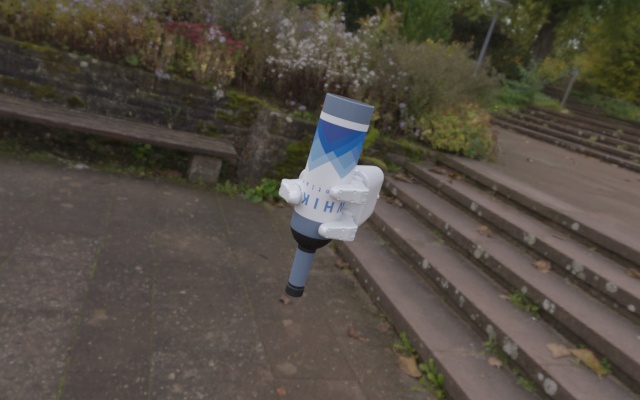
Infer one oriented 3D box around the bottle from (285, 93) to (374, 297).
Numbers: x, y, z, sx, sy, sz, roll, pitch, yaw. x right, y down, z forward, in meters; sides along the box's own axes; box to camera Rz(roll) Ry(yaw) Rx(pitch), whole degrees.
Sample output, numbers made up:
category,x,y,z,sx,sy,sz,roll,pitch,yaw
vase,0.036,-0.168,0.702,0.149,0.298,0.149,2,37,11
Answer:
category,x,y,z,sx,sy,sz,roll,pitch,yaw
bottle,0.000,0.002,0.675,0.069,0.296,0.069,15,15,-4
